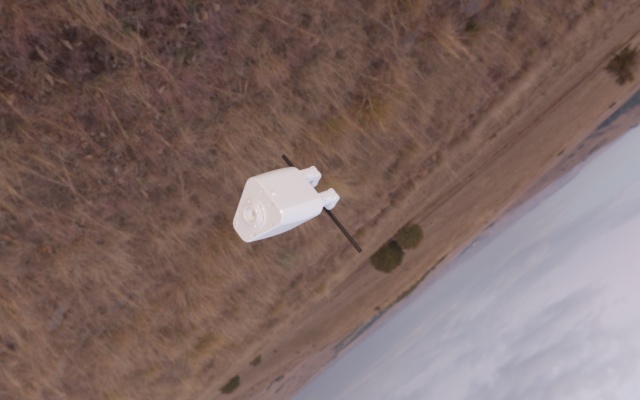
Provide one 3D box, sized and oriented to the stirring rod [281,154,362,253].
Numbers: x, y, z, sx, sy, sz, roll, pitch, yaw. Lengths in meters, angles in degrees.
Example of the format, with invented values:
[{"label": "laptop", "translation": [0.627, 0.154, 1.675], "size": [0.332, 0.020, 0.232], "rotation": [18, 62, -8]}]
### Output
[{"label": "stirring rod", "translation": [0.000, 0.003, 0.900], "size": [0.011, 0.239, 0.011], "rotation": [-36, -15, -11]}]
